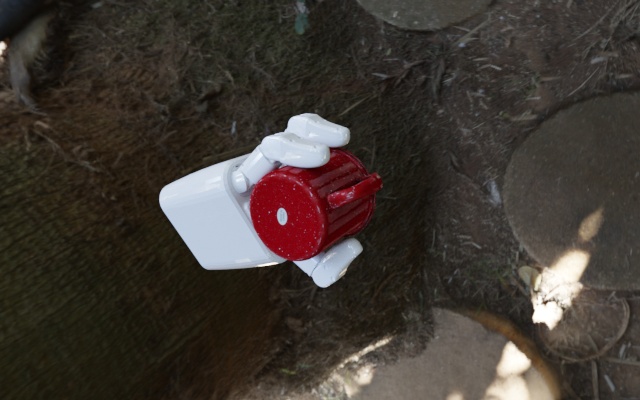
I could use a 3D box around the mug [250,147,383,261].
[{"bbox_3d":[0.001,0.001,0.423,0.117,0.093,0.081,-14,9,36],"label":"mug"}]
